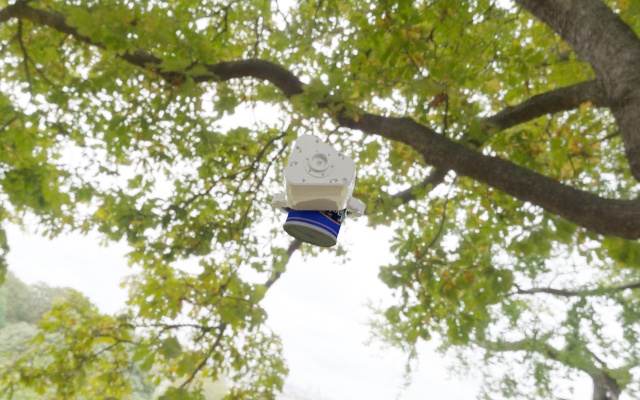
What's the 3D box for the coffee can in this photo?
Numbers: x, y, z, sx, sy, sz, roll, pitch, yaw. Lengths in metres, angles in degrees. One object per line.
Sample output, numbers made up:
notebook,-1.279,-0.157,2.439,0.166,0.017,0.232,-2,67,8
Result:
coffee can,0.000,0.003,0.886,0.103,0.140,0.103,16,-20,6
